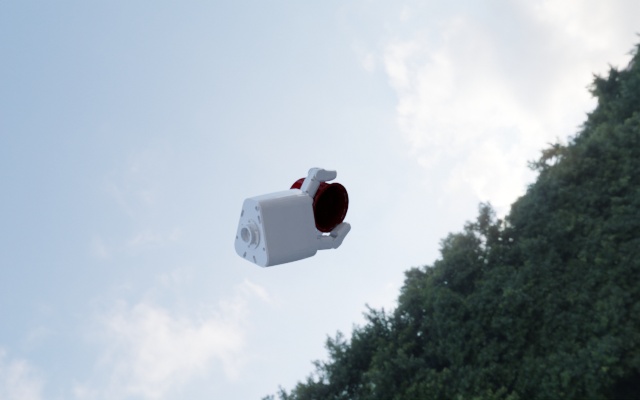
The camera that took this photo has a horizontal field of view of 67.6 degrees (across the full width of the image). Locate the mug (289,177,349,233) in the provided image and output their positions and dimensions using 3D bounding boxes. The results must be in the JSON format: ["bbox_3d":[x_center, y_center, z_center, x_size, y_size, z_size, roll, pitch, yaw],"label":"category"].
[{"bbox_3d":[0.001,0.003,0.878,0.081,0.093,0.117,18,18,42],"label":"mug"}]
